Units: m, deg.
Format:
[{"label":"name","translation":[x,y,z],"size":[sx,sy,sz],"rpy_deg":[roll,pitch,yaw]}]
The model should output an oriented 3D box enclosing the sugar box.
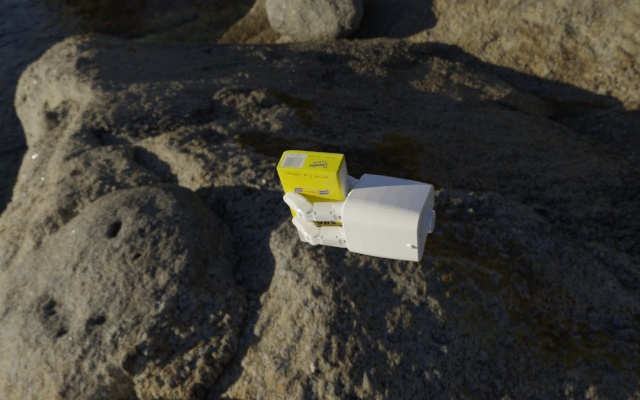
[{"label":"sugar box","translation":[0.000,0.003,0.732],"size":[0.093,0.048,0.176],"rpy_deg":[7,-41,19]}]
